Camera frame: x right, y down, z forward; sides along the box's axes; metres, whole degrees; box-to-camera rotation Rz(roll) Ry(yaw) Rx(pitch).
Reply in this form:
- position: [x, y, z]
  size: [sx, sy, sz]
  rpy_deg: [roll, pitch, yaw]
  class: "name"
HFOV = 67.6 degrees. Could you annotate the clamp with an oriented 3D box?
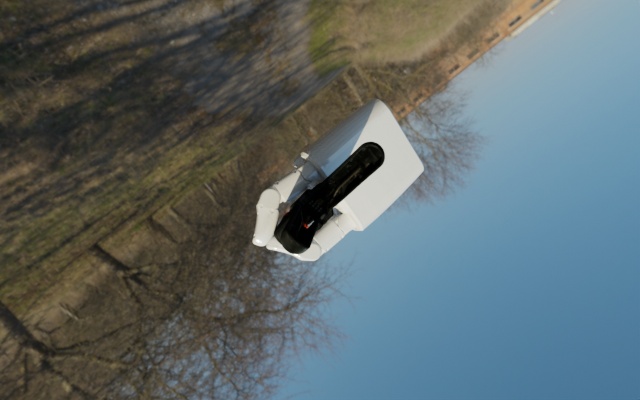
- position: [0.000, 0.002, 0.457]
  size: [0.120, 0.039, 0.171]
  rpy_deg: [-41, 6, -11]
  class: "clamp"
